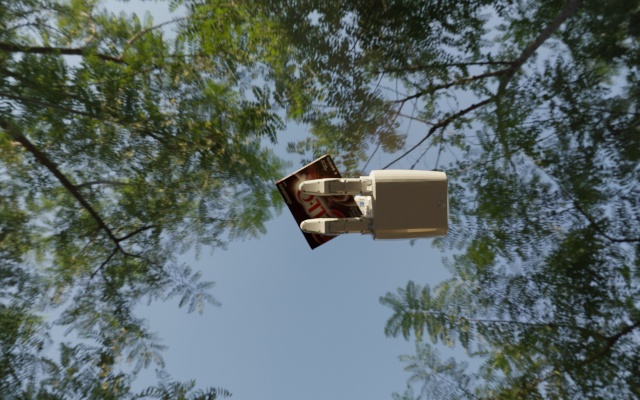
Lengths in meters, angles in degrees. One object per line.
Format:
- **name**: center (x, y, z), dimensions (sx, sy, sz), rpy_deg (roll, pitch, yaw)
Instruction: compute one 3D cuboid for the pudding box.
- **pudding box**: center (0.000, 0.002, 0.697), dimensions (0.090, 0.113, 0.039), rpy_deg (-29, 0, 1)
